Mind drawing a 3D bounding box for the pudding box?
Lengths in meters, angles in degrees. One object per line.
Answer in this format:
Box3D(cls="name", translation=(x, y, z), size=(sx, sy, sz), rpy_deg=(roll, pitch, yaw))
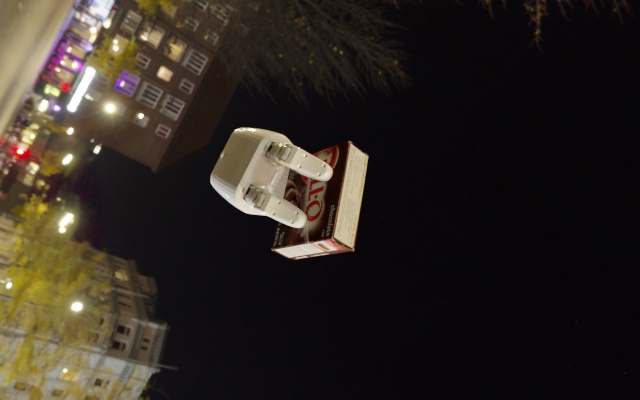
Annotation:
Box3D(cls="pudding box", translation=(0.000, 0.002, 0.505), size=(0.039, 0.113, 0.090), rpy_deg=(28, -30, -37))
